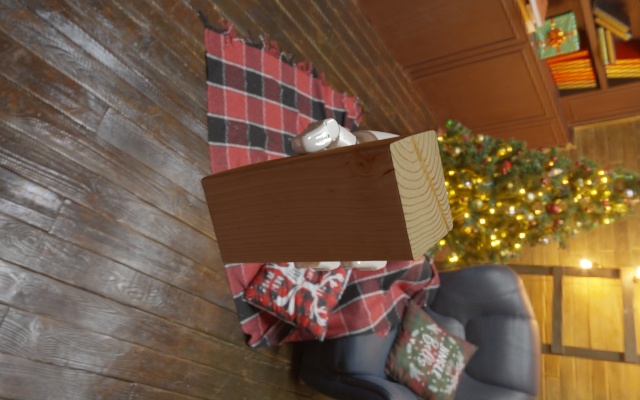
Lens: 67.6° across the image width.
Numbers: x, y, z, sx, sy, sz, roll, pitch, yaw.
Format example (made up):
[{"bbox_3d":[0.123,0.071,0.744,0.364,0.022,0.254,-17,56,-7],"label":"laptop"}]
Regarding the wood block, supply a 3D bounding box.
[{"bbox_3d":[0.000,0.001,0.438,0.206,0.091,0.090,-7,10,36],"label":"wood block"}]
